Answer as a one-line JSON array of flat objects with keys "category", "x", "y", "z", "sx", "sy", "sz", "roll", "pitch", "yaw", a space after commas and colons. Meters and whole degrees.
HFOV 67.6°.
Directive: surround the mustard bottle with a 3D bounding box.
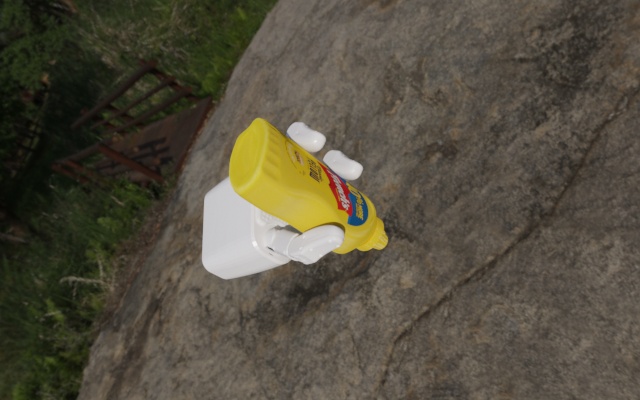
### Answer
[{"category": "mustard bottle", "x": 0.000, "y": 0.001, "z": 0.481, "sx": 0.192, "sy": 0.096, "sz": 0.058, "roll": 34, "pitch": -64, "yaw": -31}]
